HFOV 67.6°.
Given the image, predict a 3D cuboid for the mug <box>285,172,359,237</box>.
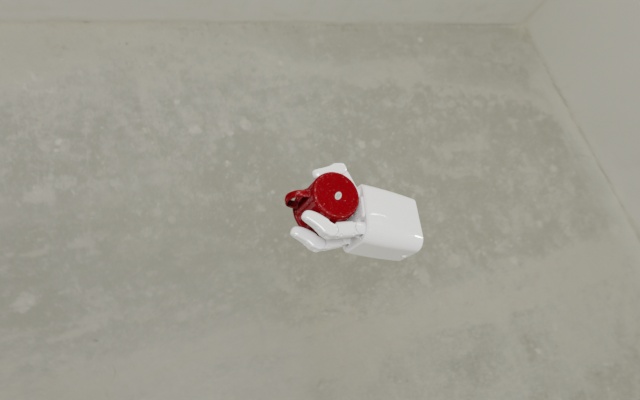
[{"bbox_3d":[-0.001,0.002,0.777,0.117,0.093,0.081,12,-27,-19],"label":"mug"}]
